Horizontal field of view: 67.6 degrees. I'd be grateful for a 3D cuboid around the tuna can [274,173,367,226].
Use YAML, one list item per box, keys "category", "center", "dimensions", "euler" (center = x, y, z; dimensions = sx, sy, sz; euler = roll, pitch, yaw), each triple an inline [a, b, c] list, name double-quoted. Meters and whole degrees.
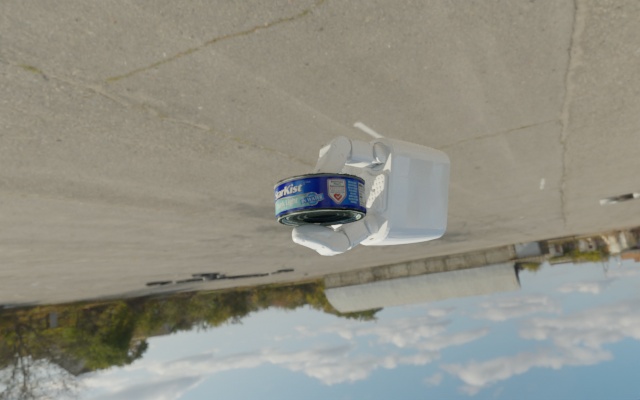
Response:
- category: "tuna can"
  center: [0.000, 0.002, 0.446]
  dimensions: [0.086, 0.033, 0.086]
  euler: [-3, -12, -1]
